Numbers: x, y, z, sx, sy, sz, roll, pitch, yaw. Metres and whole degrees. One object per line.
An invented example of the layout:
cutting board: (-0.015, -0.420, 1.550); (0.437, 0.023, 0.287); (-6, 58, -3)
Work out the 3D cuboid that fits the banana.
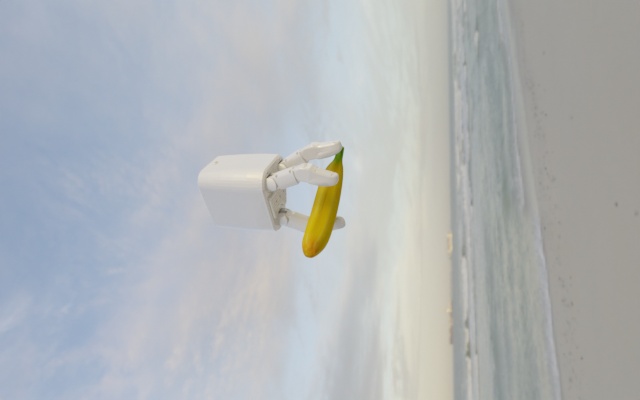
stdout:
banana: (0.003, 0.011, 0.685); (0.037, 0.197, 0.070); (5, -38, 13)
